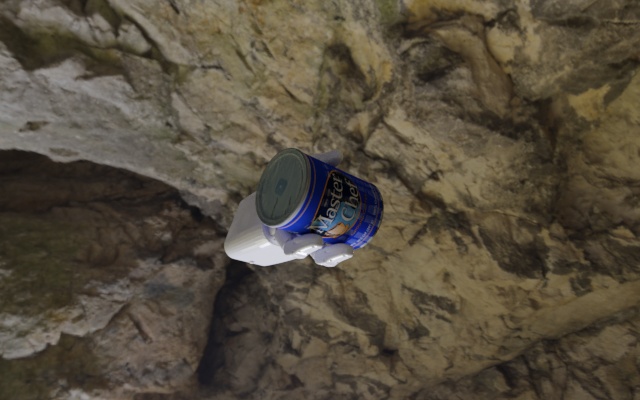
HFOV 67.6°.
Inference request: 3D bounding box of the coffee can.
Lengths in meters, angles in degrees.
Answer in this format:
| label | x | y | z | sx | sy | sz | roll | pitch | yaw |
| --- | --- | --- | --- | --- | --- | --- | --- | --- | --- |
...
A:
| label | x | y | z | sx | sy | sz | roll | pitch | yaw |
| --- | --- | --- | --- | --- | --- | --- | --- | --- | --- |
| coffee can | 0.000 | 0.002 | 0.634 | 0.140 | 0.103 | 0.103 | 21 | -14 | -39 |
